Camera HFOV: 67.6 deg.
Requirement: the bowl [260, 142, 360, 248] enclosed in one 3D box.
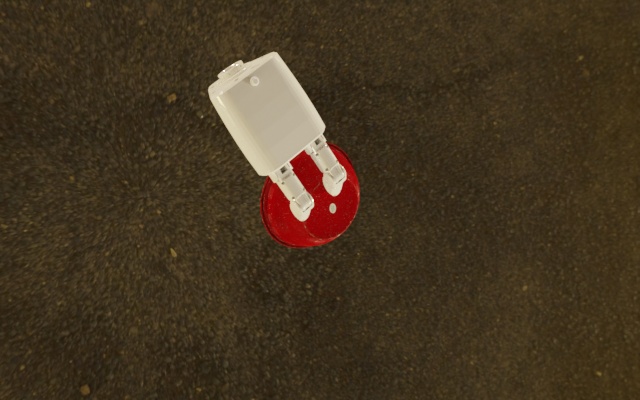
[{"bbox_3d":[0.001,0.003,0.666,0.162,0.162,0.055,0,19,-36],"label":"bowl"}]
